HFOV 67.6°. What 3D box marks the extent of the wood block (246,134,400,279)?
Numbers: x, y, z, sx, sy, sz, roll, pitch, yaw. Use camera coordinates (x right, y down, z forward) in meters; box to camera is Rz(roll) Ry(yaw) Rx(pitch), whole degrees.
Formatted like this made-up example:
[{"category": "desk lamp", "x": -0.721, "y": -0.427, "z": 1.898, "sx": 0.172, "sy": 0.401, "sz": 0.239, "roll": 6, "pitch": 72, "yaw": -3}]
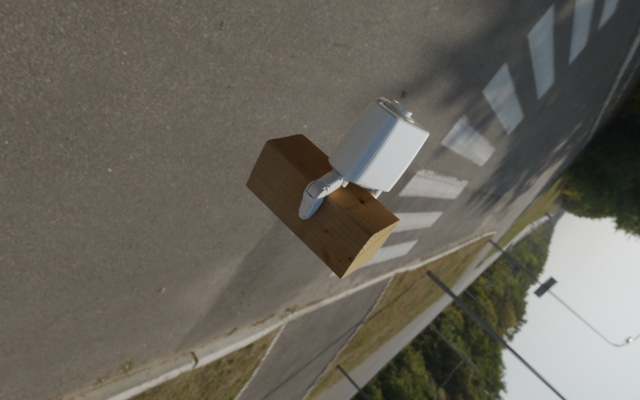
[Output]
[{"category": "wood block", "x": 0.000, "y": 0.002, "z": 0.705, "sx": 0.206, "sy": 0.090, "sz": 0.091, "roll": 43, "pitch": 33, "yaw": 19}]
